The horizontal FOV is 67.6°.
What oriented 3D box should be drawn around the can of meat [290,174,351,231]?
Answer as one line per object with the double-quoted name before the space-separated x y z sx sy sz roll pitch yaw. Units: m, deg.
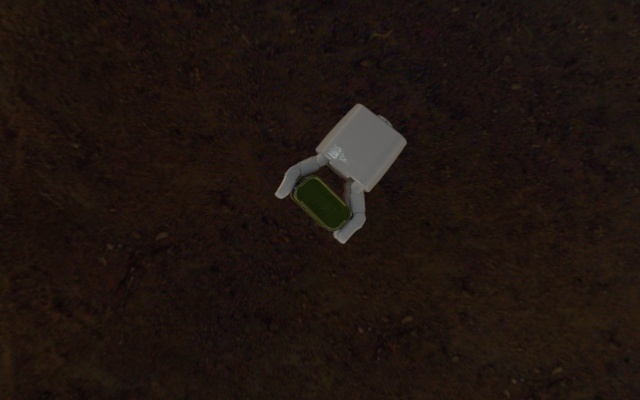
"can of meat" 0.000 0.003 0.793 0.102 0.057 0.084 44 -2 -7
